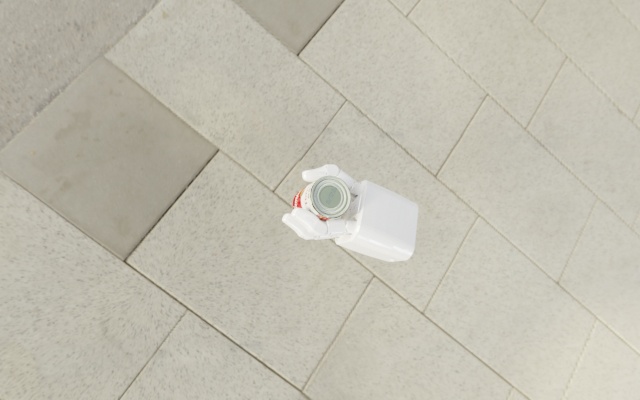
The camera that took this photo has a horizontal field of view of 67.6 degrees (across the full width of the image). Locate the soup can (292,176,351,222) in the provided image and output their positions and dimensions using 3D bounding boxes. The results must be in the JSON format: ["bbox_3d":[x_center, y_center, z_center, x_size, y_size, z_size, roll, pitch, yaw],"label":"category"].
[{"bbox_3d":[0.000,0.002,0.768,0.068,0.068,0.102,0,-9,-19],"label":"soup can"}]
